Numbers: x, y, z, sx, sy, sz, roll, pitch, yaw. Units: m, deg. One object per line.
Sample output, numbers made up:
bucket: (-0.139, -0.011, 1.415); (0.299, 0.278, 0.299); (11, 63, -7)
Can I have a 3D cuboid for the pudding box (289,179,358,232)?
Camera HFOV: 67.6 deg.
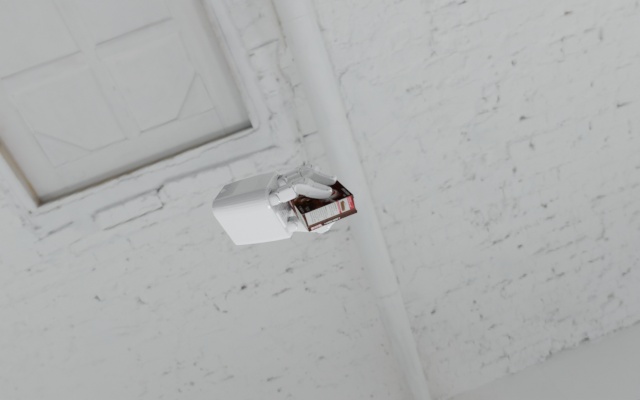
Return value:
pudding box: (0.000, 0.003, 0.799); (0.090, 0.039, 0.113); (-22, 26, -9)
